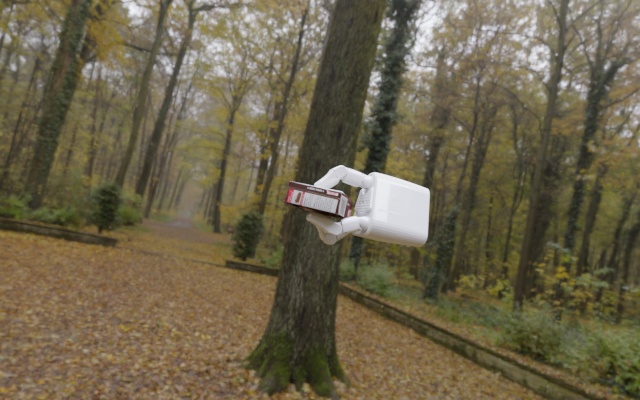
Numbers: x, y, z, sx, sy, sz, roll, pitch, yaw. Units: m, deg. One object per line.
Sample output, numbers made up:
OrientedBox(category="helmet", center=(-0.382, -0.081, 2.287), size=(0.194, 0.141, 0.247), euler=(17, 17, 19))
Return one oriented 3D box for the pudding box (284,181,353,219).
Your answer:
OrientedBox(category="pudding box", center=(0.000, 0.002, 0.779), size=(0.090, 0.039, 0.113), euler=(12, -6, 13))
